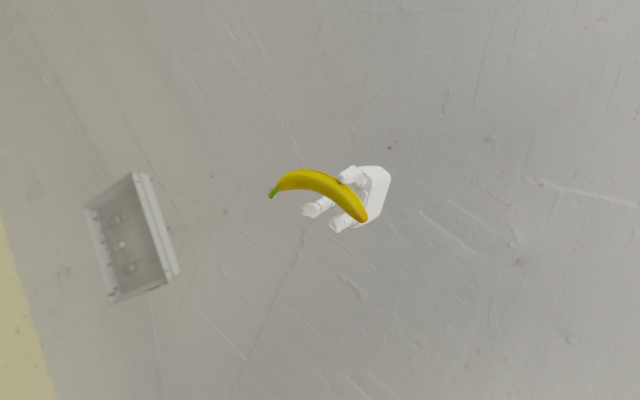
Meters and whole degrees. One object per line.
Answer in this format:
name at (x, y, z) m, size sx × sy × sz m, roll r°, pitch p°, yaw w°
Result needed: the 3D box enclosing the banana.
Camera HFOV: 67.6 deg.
banana at (0.000, -0.016, 0.845) m, size 0.198 × 0.069 × 0.037 m, roll 15°, pitch 11°, yaw 26°
